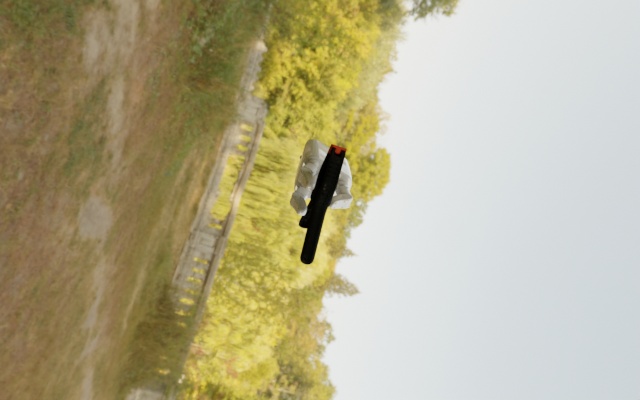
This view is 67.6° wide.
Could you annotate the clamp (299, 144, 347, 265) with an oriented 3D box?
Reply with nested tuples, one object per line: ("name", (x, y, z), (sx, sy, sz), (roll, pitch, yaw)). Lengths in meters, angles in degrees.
("clamp", (0.001, 0.002, 0.866), (0.036, 0.210, 0.164), (16, 26, -11))
